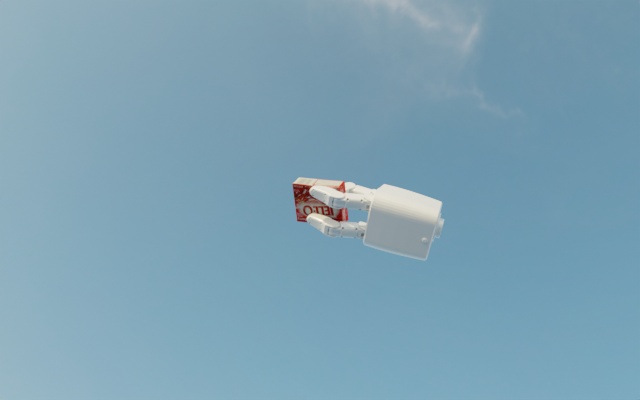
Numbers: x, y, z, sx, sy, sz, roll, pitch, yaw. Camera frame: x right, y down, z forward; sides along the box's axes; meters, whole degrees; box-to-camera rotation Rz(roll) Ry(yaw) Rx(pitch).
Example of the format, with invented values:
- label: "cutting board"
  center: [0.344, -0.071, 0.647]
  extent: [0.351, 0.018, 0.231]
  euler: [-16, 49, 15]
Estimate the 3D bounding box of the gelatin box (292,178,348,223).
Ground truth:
- label: "gelatin box"
  center: [0.000, 0.002, 0.807]
  extent: [0.089, 0.073, 0.030]
  euler: [6, 28, 24]
